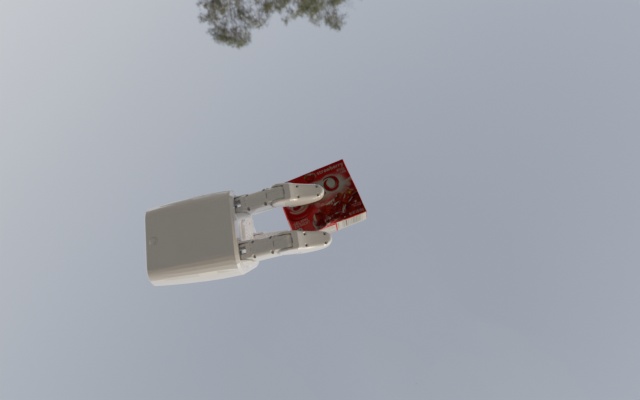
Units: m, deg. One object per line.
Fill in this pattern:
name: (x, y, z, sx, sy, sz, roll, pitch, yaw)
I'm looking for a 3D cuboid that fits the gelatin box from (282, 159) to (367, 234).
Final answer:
gelatin box: (0.000, 0.002, 0.560, 0.089, 0.073, 0.030, -21, -22, -4)
